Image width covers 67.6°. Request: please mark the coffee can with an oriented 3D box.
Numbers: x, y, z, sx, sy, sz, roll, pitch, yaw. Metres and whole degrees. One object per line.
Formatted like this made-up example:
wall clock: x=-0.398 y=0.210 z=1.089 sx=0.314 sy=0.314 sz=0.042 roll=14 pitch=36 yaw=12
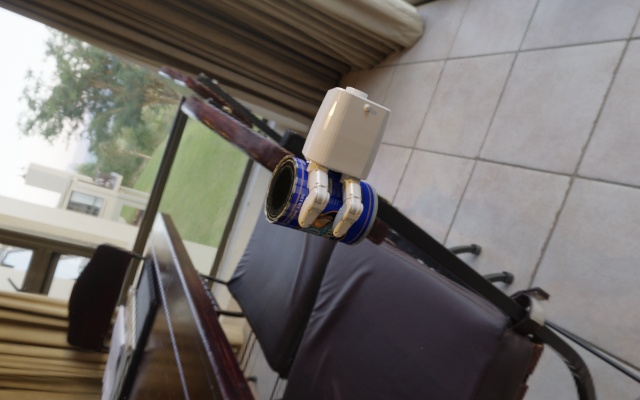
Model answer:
coffee can: x=0.000 y=0.003 z=0.719 sx=0.140 sy=0.103 sz=0.103 roll=18 pitch=-8 yaw=-26
